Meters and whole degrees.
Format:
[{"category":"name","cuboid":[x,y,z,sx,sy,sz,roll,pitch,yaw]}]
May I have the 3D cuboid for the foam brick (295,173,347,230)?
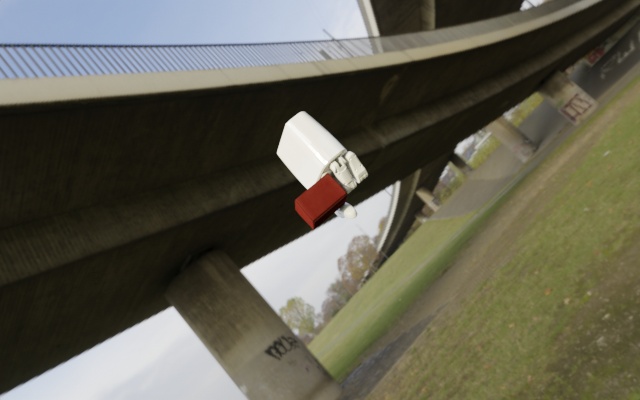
[{"category":"foam brick","cuboid":[0.000,0.003,0.821,0.078,0.051,0.053,-40,-13,-15]}]
